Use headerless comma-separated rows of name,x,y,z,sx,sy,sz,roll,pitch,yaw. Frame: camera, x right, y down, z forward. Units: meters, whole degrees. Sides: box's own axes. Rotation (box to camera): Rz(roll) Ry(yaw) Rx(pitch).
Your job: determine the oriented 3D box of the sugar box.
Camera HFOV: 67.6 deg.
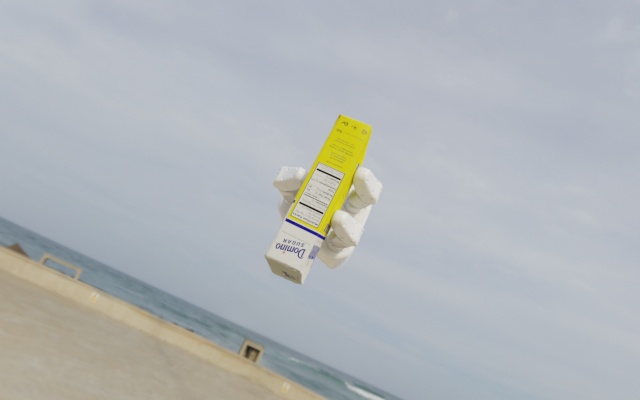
sugar box,0.001,0.002,0.526,0.048,0.176,0.093,22,-17,7
